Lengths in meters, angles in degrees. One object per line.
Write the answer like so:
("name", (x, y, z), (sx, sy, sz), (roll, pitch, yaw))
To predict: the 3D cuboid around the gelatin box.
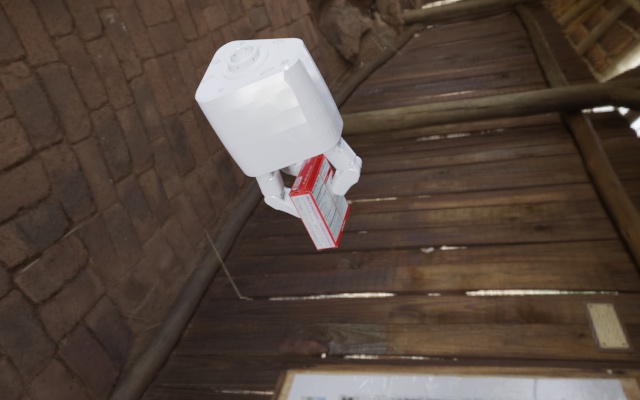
("gelatin box", (0.001, 0.002, 0.566), (0.030, 0.089, 0.073), (-10, 35, 25))
